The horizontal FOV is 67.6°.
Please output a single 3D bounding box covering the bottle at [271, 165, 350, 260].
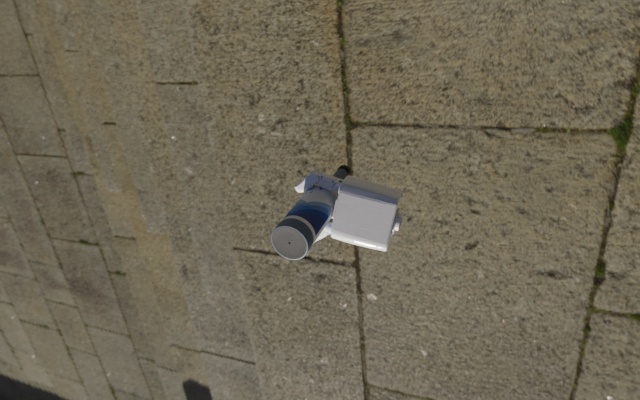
[{"bbox_3d":[0.000,0.003,0.896,0.069,0.069,0.295,0,27,23],"label":"bottle"}]
